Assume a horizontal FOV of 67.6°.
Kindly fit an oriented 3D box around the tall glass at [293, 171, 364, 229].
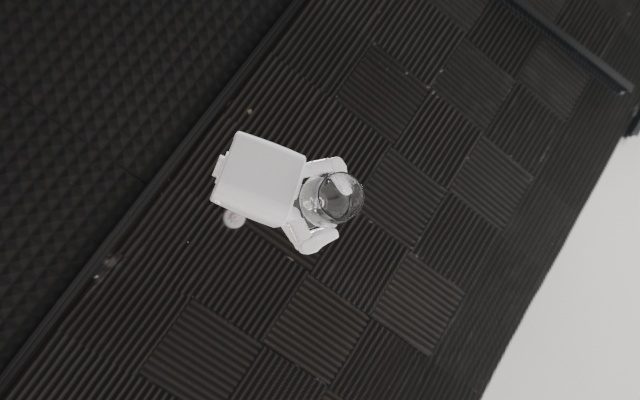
[{"bbox_3d":[0.000,0.002,0.693,0.079,0.079,0.201,0,-5,-16],"label":"tall glass"}]
